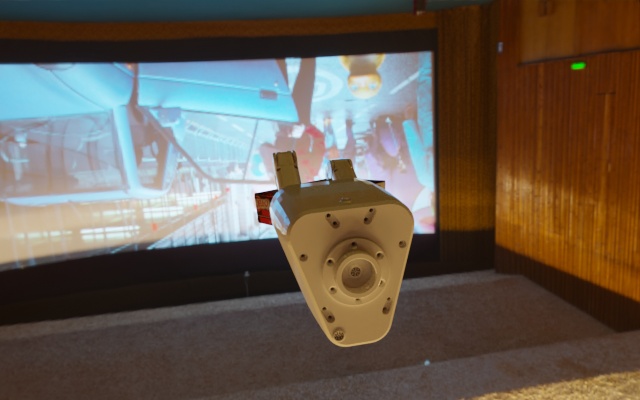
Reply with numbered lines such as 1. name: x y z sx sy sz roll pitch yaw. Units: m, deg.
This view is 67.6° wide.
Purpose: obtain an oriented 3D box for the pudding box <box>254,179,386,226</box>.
1. pudding box: 0.000 0.002 0.509 0.113 0.039 0.090 -11 12 -37
